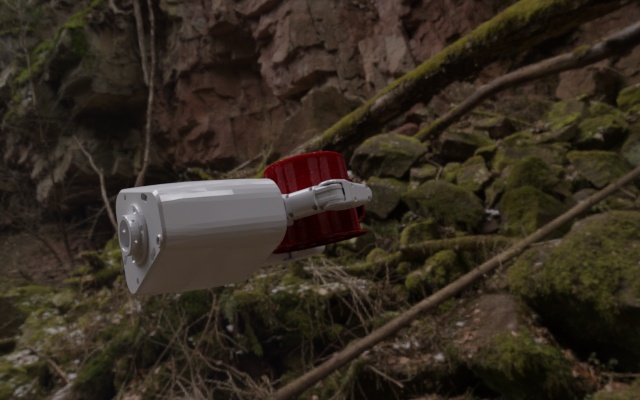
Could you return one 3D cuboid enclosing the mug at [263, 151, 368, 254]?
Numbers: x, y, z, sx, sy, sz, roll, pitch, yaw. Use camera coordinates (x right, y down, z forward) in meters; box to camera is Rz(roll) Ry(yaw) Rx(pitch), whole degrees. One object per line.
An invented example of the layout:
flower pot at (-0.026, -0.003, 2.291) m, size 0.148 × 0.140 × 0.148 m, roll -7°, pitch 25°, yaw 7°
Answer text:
mug at (0.001, 0.001, 0.471) m, size 0.117 × 0.081 × 0.093 m, roll -5°, pitch -11°, yaw -41°
